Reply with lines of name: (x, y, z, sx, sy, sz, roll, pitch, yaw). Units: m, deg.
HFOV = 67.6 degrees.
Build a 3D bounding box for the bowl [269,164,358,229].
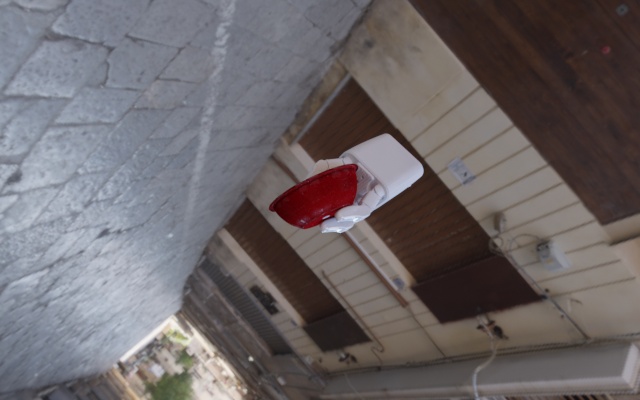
bowl: (-0.001, 0.003, 0.775, 0.162, 0.055, 0.162, -25, -10, -5)
